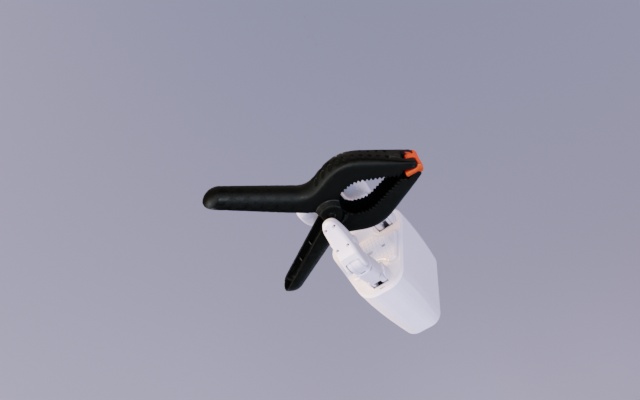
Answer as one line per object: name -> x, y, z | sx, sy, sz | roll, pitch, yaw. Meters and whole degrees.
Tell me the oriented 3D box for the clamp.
clamp -> 0.001, 0.002, 0.483 | 0.210, 0.036, 0.165 | -33, -53, 16
